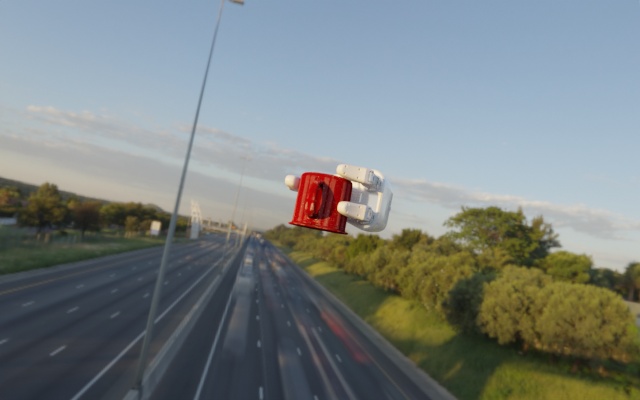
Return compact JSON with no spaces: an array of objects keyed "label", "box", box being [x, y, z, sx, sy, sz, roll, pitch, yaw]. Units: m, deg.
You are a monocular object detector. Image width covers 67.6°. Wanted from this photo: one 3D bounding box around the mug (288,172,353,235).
[{"label":"mug","box":[0.000,0.002,0.716,0.093,0.081,0.117,9,-5,18]}]
